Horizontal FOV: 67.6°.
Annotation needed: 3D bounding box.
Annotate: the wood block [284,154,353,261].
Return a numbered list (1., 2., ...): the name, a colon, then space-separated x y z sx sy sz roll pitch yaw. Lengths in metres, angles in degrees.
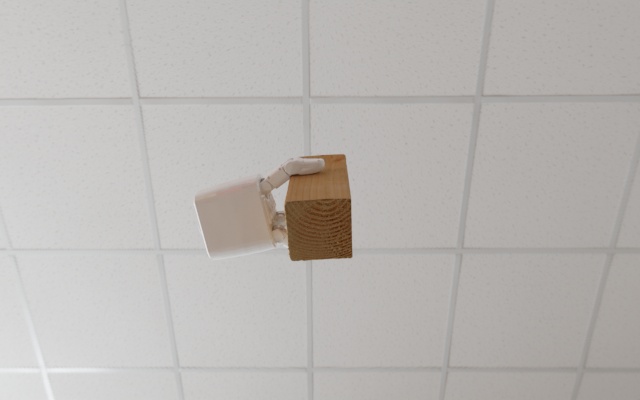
1. wood block: 0.000 0.002 0.731 0.090 0.091 0.206 -3 22 2
